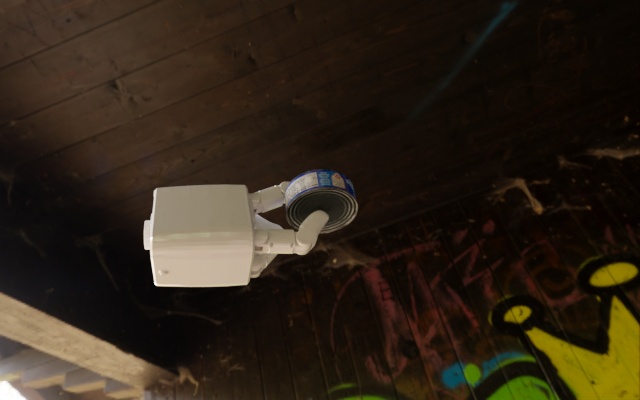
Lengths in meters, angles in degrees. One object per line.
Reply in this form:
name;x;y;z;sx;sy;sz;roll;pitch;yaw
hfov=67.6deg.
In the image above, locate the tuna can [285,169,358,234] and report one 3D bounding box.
tuna can;0.000;0.001;0.573;0.086;0.033;0.086;-5;-39;-4
